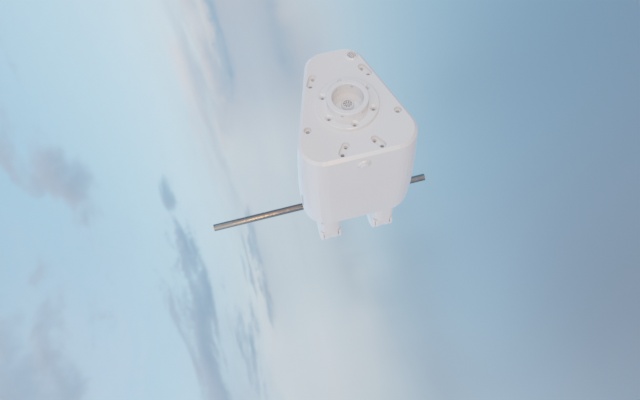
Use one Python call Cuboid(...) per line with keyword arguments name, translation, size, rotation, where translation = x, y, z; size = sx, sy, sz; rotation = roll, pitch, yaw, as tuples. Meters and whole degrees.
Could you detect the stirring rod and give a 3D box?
Cuboid(name="stirring rod", translation=(0.000, 0.002, 0.531), size=(0.239, 0.011, 0.011), rotation=(-14, 1, -3))
